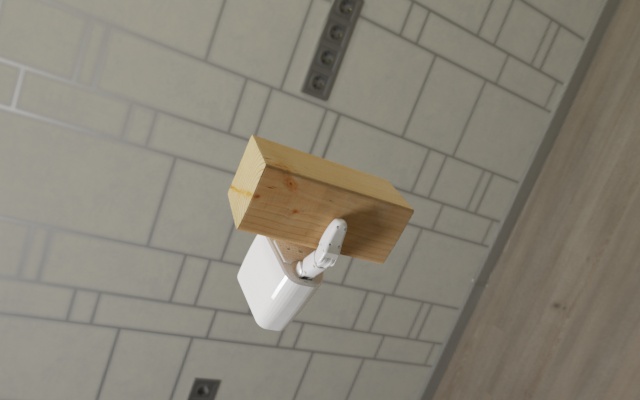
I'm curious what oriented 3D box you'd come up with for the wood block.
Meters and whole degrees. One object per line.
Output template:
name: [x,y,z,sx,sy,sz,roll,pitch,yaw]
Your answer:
wood block: [0.000,0.002,0.606,0.206,0.090,0.090,16,24,-26]
